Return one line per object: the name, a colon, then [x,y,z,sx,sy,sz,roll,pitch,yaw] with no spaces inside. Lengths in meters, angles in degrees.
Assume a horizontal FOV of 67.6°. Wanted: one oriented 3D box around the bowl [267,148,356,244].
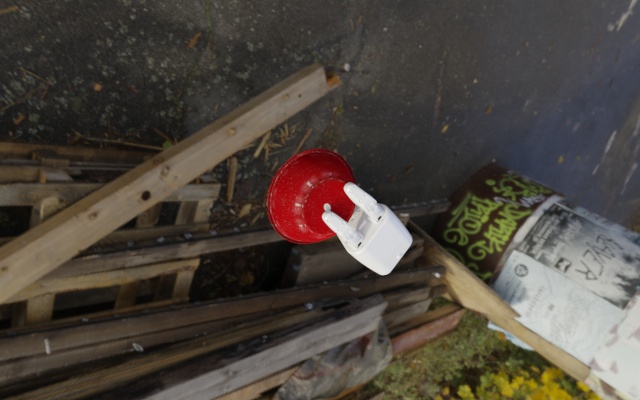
bowl: [-0.001,0.002,0.748,0.162,0.162,0.055,0,17,-30]
